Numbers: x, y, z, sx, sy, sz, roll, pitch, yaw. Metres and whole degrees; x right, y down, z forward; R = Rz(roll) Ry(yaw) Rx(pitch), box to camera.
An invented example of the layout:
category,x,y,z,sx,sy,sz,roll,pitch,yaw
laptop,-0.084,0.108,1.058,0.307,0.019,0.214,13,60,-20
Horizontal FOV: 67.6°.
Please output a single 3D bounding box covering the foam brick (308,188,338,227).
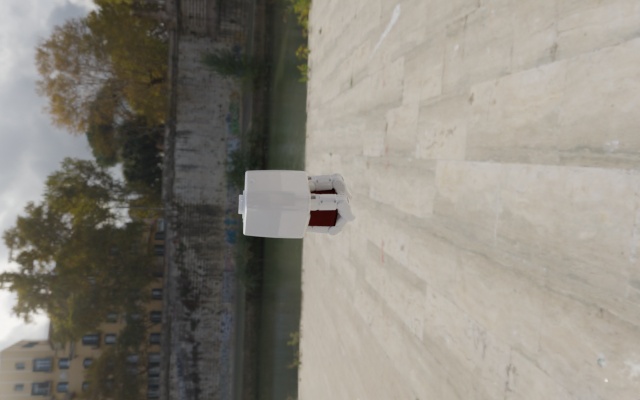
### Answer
category,x,y,z,sx,sy,sz,roll,pitch,yaw
foam brick,0.000,0.003,0.854,0.051,0.053,0.078,2,36,-10
